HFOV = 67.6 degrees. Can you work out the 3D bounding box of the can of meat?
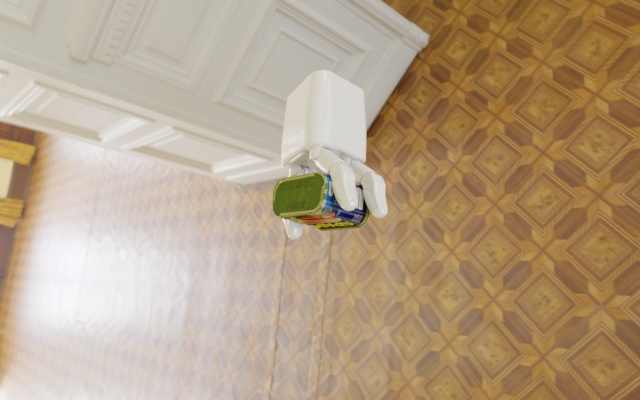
[{"bbox_3d":[0.000,0.002,0.609,0.084,0.057,0.102,17,-17,-42],"label":"can of meat"}]
